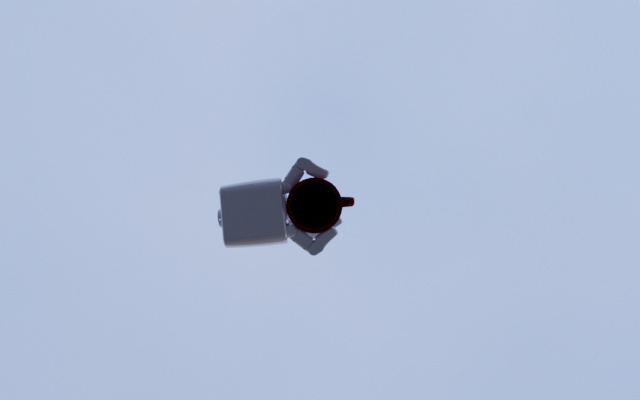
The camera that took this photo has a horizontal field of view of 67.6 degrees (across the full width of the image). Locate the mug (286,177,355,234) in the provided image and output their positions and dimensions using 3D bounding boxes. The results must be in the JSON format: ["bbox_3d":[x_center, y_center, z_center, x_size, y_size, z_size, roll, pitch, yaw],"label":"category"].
[{"bbox_3d":[0.002,0.002,0.822,0.117,0.093,0.081,-5,7,-2],"label":"mug"}]
